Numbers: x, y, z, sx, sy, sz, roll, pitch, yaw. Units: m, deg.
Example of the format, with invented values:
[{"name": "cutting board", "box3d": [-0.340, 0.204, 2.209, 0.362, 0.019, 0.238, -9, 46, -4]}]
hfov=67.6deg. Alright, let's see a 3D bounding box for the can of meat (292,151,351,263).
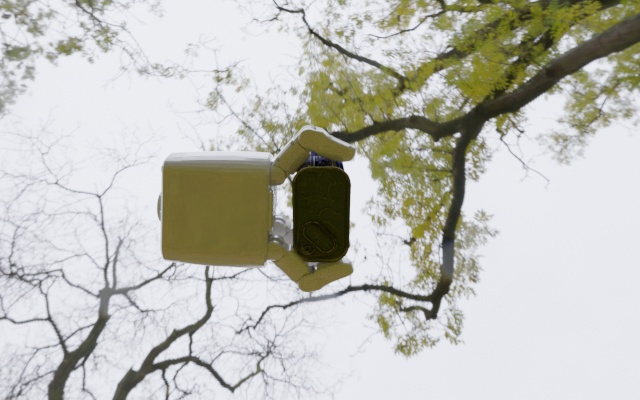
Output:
[{"name": "can of meat", "box3d": [0.000, 0.001, 0.508, 0.057, 0.102, 0.084, 0, 20, -1]}]
